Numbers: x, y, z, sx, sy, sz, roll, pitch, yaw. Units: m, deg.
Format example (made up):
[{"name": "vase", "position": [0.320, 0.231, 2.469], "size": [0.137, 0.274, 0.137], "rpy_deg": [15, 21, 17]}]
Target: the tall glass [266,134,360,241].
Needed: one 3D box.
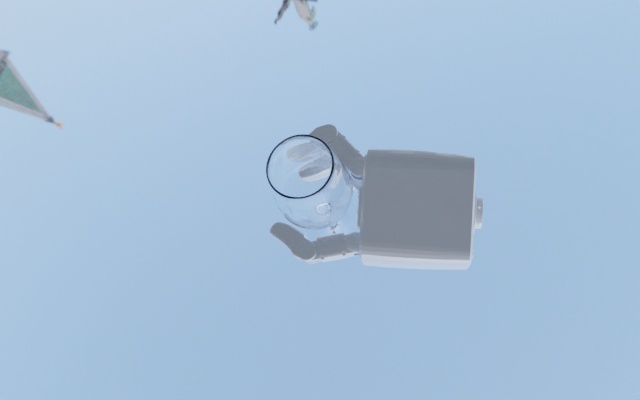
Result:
[{"name": "tall glass", "position": [0.000, 0.002, 0.509], "size": [0.079, 0.079, 0.201], "rpy_deg": [0, -19, 12]}]
